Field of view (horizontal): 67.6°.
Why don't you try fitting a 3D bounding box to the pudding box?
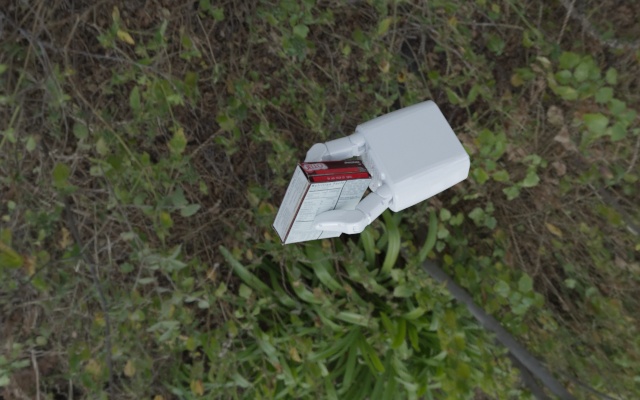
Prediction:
[{"bbox_3d":[0.000,0.002,0.584,0.090,0.114,0.039,-5,47,-32],"label":"pudding box"}]
